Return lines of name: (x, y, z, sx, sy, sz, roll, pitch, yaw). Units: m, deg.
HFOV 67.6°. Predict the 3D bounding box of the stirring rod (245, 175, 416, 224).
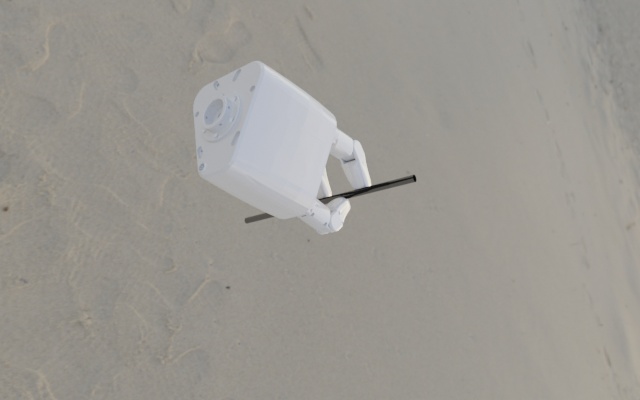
stirring rod: (0.000, 0.002, 0.557, 0.239, 0.011, 0.011, -14, -8, 34)
